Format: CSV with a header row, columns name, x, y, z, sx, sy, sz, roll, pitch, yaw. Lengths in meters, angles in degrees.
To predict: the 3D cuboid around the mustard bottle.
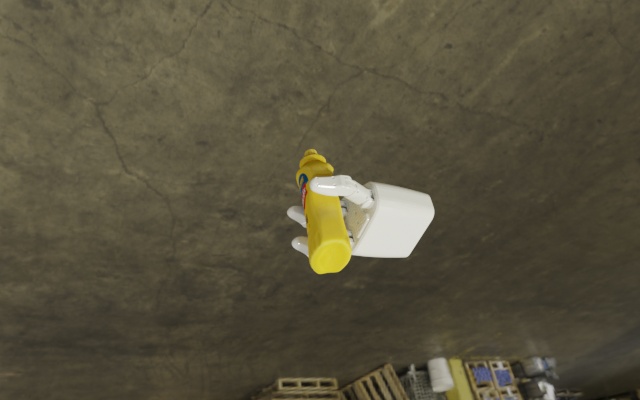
name,x,y,z,sx,sy,sz,roll,pitch,yaw
mustard bottle,0.000,0.002,0.697,0.058,0.191,0.096,-6,-34,-6
